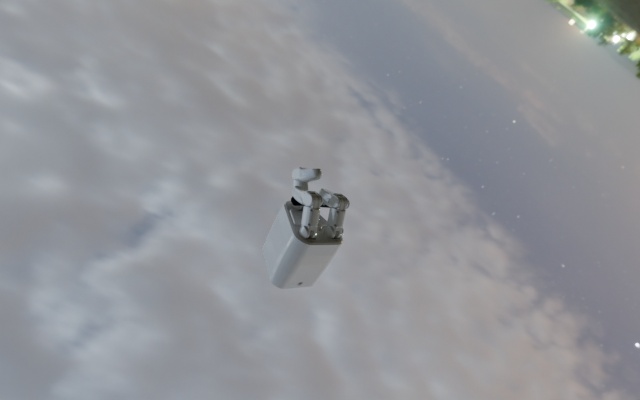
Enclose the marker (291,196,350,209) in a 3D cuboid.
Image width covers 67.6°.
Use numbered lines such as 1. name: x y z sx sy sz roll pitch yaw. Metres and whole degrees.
1. marker: 0.000 0.003 0.805 0.121 0.020 0.020 4 -3 -41
